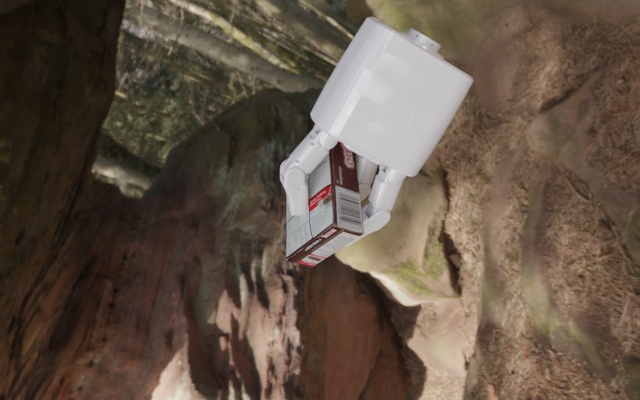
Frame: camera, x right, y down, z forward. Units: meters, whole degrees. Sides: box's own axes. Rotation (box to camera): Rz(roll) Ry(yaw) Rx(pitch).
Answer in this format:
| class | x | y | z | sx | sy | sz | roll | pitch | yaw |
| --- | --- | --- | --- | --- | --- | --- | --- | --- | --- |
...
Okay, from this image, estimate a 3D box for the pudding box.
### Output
| class | x | y | z | sx | sy | sz | roll | pitch | yaw |
| --- | --- | --- | --- | --- | --- | --- | --- | --- | --- |
| pudding box | 0.000 | 0.002 | 0.506 | 0.039 | 0.113 | 0.090 | 20 | -39 | -29 |
